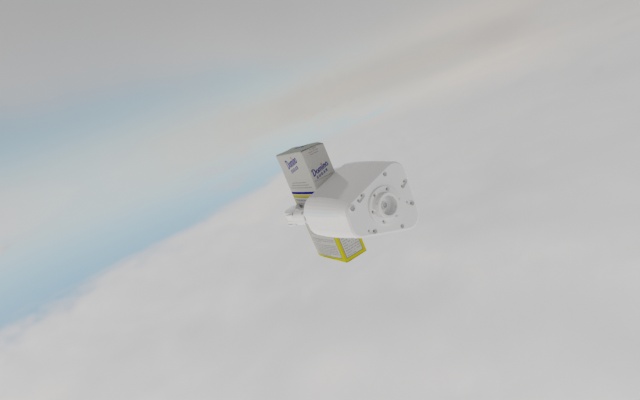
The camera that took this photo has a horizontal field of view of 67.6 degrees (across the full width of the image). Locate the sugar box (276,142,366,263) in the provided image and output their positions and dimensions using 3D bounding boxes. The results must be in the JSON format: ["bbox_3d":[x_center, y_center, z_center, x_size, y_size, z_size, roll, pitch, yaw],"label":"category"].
[{"bbox_3d":[0.001,0.002,0.718,0.048,0.176,0.093,-26,13,-25],"label":"sugar box"}]
